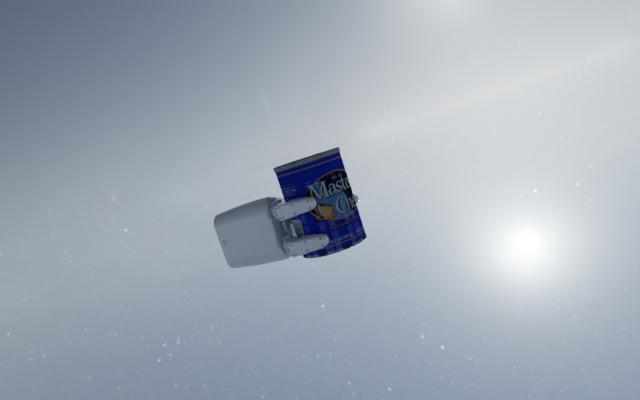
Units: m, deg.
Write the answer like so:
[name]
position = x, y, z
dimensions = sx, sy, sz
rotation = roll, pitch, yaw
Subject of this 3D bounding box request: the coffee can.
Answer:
[coffee can]
position = 0.000, 0.002, 0.713
dimensions = 0.103, 0.140, 0.103
rotation = -18, 6, 2
